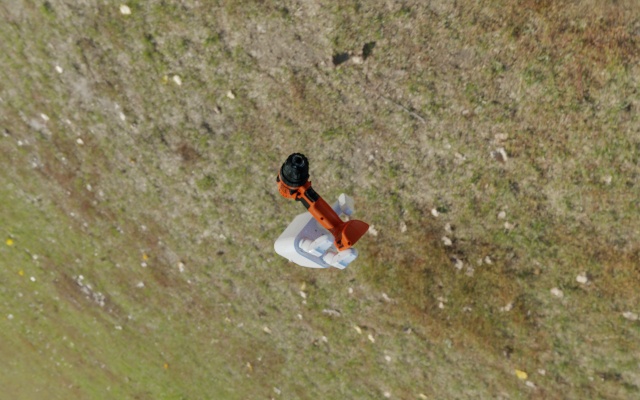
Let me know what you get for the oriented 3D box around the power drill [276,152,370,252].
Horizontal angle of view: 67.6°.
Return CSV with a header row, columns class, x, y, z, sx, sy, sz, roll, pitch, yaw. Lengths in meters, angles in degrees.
class,x,y,z,sx,sy,sz,roll,pitch,yaw
power drill,0.000,0.003,0.852,0.057,0.187,0.184,-43,-3,-13
